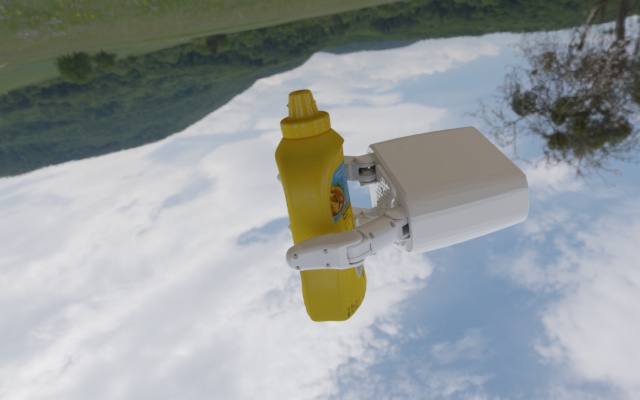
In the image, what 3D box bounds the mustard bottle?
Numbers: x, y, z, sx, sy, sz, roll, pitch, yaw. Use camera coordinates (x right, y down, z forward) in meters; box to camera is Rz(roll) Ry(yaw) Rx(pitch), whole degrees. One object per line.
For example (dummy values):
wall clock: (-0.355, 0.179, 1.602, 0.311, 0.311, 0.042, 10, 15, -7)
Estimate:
mustard bottle: (0.000, 0.002, 0.412, 0.058, 0.192, 0.096, -4, 23, 14)
